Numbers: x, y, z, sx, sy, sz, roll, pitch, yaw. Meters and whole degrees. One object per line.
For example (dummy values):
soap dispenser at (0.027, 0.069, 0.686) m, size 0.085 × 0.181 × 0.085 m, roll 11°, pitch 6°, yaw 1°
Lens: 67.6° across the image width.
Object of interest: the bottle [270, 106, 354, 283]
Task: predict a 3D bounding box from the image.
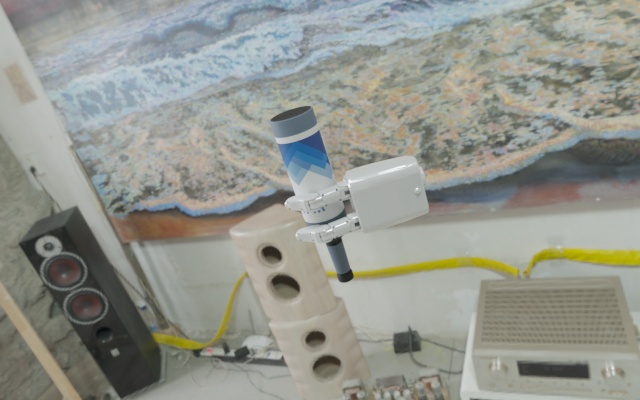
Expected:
bottle at (0.000, 0.002, 0.753) m, size 0.069 × 0.296 × 0.069 m, roll -16°, pitch 22°, yaw 7°
